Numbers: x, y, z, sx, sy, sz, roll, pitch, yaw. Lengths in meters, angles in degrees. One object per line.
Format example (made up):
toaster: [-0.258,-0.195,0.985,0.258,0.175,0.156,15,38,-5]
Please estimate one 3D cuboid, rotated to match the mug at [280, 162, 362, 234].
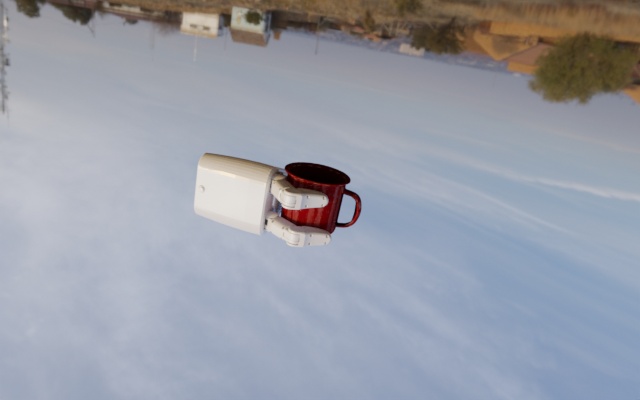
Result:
mug: [0.001,0.003,0.668,0.117,0.081,0.093,16,20,12]
